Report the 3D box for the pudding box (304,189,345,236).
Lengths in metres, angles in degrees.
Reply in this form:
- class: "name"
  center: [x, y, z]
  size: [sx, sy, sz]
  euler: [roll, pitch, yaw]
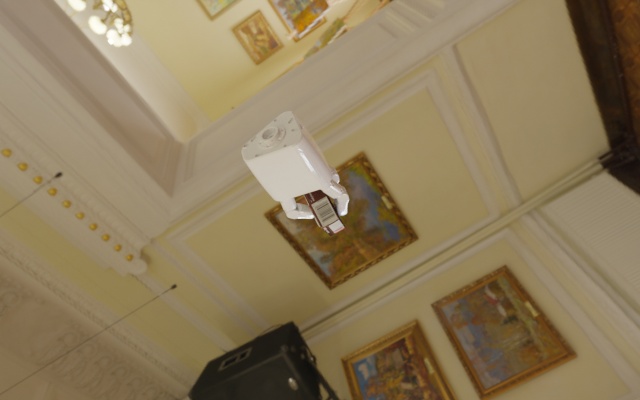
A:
- class: "pudding box"
  center: [0.000, 0.003, 0.866]
  size: [0.039, 0.113, 0.090]
  euler: [-27, -16, 4]
